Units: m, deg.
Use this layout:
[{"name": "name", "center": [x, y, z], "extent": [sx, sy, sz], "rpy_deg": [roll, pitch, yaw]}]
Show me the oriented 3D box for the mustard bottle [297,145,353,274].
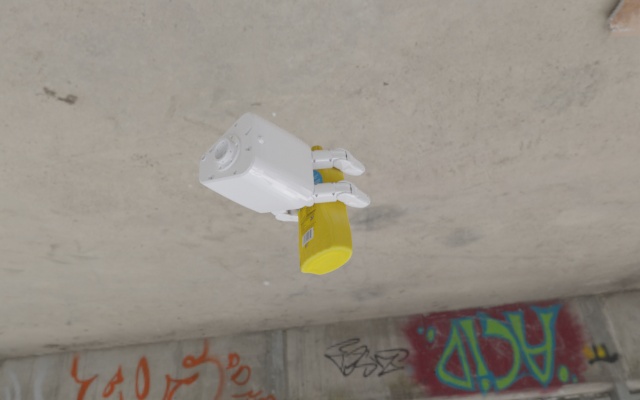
[{"name": "mustard bottle", "center": [0.000, 0.003, 0.688], "extent": [0.058, 0.191, 0.096], "rpy_deg": [10, -33, -25]}]
